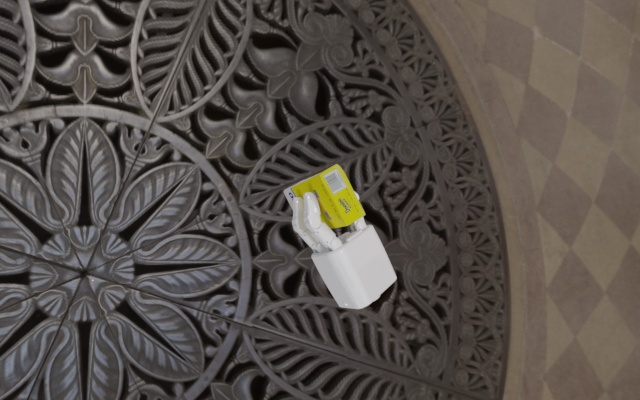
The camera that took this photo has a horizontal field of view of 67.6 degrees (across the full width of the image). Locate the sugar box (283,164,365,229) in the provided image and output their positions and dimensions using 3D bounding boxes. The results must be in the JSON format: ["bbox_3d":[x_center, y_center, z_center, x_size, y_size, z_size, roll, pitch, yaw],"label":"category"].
[{"bbox_3d":[0.000,0.003,0.814,0.048,0.093,0.176,-29,4,-26],"label":"sugar box"}]
